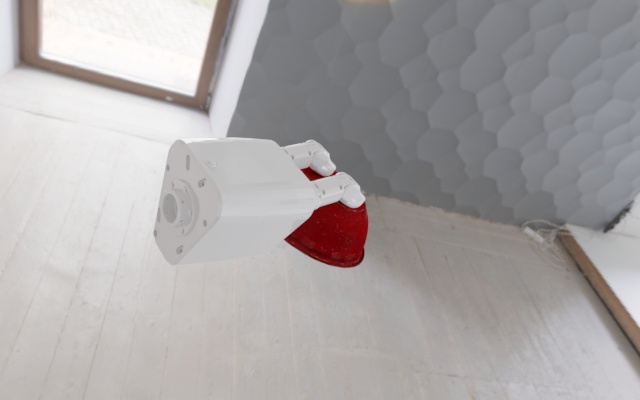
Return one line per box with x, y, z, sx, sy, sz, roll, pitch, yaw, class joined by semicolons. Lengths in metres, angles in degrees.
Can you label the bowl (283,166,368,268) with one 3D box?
0.001;0.001;0.554;0.162;0.055;0.162;31;22;-14;bowl
